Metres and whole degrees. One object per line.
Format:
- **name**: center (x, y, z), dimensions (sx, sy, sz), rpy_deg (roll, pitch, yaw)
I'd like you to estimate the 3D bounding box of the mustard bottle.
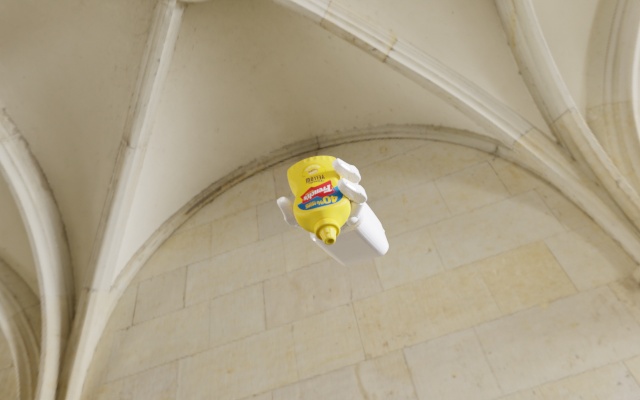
- **mustard bottle**: center (0.000, 0.002, 0.818), dimensions (0.096, 0.058, 0.191), rpy_deg (-13, 42, 0)
